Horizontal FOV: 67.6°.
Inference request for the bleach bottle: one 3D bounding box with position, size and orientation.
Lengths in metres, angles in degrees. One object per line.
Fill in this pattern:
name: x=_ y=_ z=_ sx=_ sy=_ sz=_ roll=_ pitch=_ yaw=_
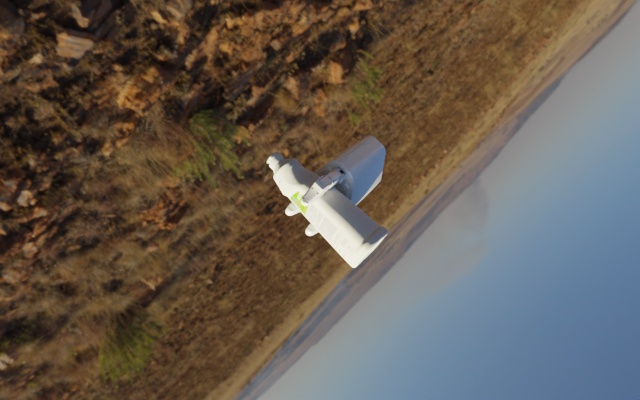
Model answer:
bleach bottle: x=0.000 y=0.003 z=0.856 sx=0.068 sy=0.251 sz=0.103 roll=-39 pitch=-12 yaw=-30
